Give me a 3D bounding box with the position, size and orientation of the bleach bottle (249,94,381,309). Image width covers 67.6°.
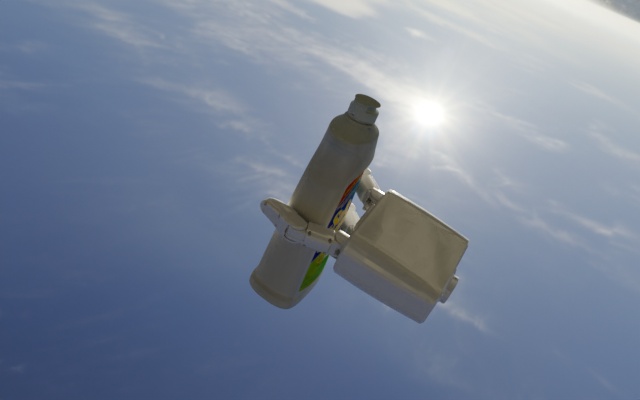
[{"bbox_3d":[0.000,0.002,0.532,0.068,0.251,0.102,33,33,15],"label":"bleach bottle"}]
